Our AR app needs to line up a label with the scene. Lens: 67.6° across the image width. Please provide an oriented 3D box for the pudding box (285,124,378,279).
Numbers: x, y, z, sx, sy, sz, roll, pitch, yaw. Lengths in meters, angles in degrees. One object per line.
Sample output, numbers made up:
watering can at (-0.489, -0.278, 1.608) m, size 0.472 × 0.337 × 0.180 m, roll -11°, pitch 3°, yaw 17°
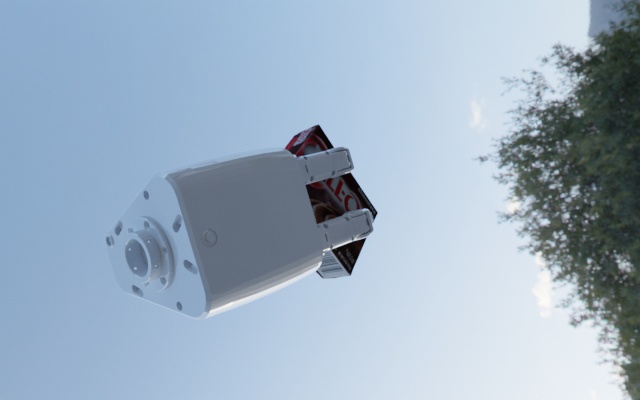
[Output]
pudding box at (0.000, 0.001, 0.435) m, size 0.039 × 0.113 × 0.090 m, roll -16°, pitch 29°, yaw 36°
